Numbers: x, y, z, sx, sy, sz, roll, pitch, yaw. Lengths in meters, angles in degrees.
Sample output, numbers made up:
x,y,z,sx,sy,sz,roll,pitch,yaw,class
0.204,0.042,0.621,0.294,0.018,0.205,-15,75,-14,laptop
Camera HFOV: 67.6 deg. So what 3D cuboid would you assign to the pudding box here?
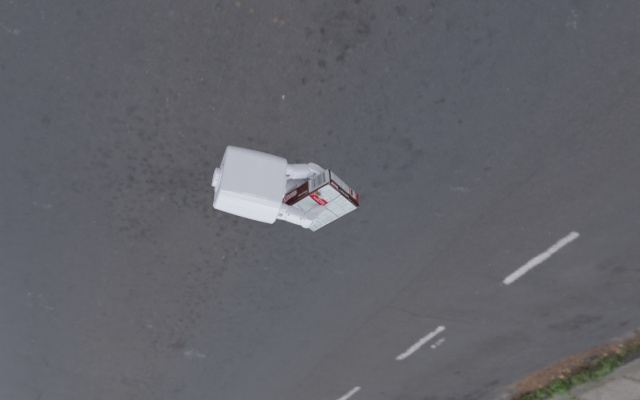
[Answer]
x,y,z,sx,sy,sz,roll,pitch,yaw,class
0.000,0.003,0.879,0.113,0.039,0.090,-29,-48,28,pudding box
